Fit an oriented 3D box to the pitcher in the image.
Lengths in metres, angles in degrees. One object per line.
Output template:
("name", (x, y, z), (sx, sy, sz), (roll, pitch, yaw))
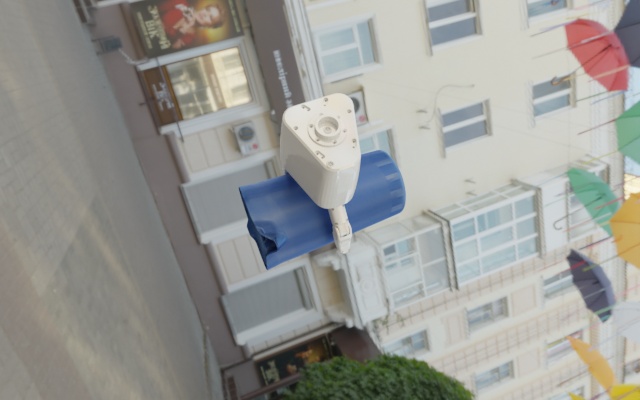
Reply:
("pitcher", (0.000, 0.002, 0.751), (0.243, 0.149, 0.145), (-19, -24, -11))
